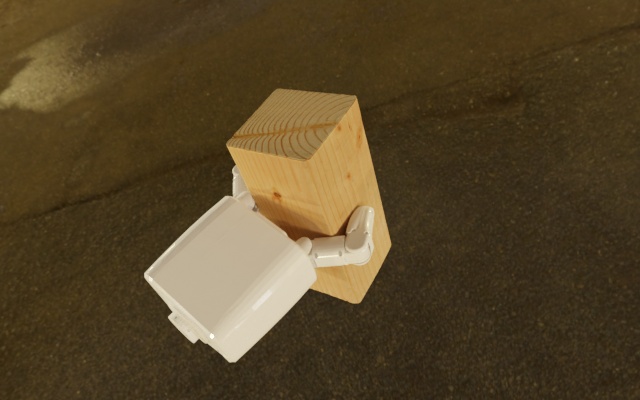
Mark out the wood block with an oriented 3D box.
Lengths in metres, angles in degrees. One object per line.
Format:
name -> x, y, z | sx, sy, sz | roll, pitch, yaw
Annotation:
wood block -> 0.000, 0.002, 0.485 | 0.091, 0.090, 0.206 | 13, -38, 30
